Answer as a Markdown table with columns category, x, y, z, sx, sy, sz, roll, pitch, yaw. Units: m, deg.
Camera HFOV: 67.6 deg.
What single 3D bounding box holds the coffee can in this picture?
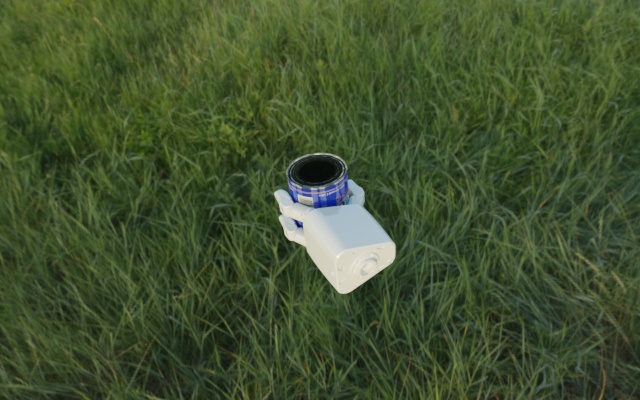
| category | x | y | z | sx | sy | sz | roll | pitch | yaw |
| --- | --- | --- | --- | --- | --- | --- | --- | --- | --- |
| coffee can | 0.000 | 0.003 | 0.835 | 0.103 | 0.140 | 0.102 | -4 | 38 | 3 |
